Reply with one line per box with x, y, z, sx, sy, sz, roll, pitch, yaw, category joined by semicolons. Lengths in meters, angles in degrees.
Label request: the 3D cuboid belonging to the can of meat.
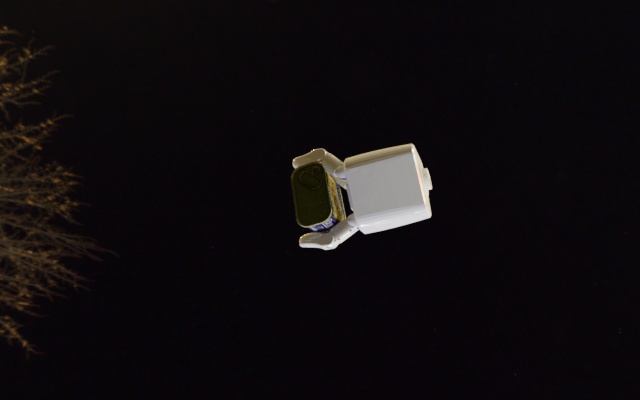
0.000;0.003;0.754;0.057;0.102;0.084;-17;-24;17;can of meat
